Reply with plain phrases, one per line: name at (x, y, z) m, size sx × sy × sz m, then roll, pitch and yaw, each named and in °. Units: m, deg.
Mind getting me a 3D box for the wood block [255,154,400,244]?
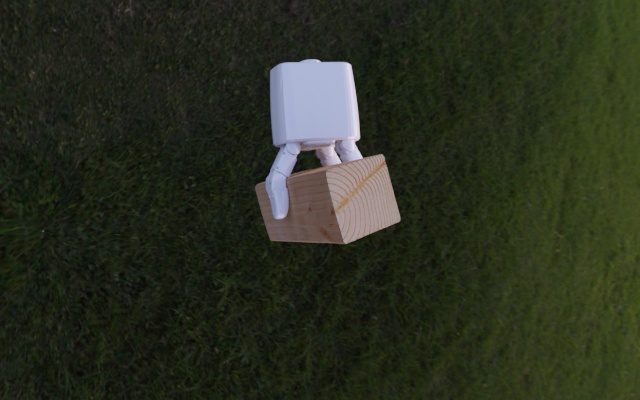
wood block at (0.000, 0.002, 0.654) m, size 0.091 × 0.090 × 0.206 m, roll -18°, pitch 6°, yaw -30°
